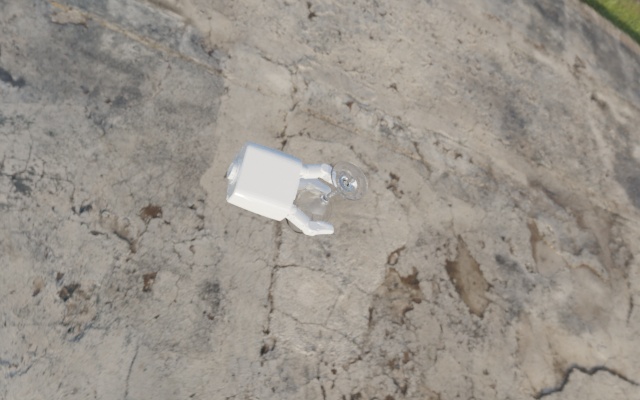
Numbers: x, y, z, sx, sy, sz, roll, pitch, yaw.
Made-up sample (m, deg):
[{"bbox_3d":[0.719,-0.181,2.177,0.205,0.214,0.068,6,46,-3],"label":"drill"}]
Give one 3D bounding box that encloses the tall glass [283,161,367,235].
[{"bbox_3d":[0.001,0.003,0.894,0.079,0.079,0.201,0,-22,-32],"label":"tall glass"}]
